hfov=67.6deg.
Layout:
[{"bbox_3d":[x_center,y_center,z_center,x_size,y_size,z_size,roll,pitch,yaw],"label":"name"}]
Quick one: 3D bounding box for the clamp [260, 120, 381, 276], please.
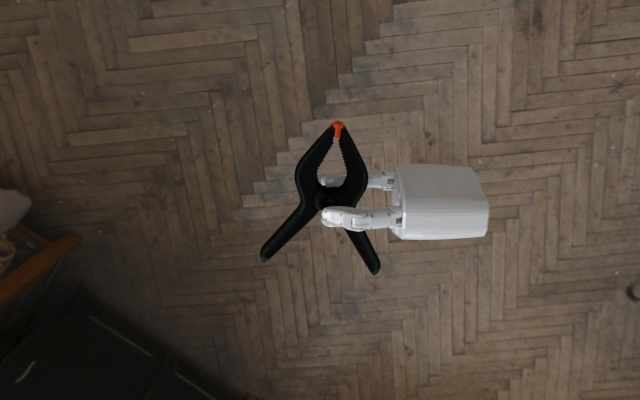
[{"bbox_3d":[0.000,0.002,0.624,0.164,0.210,0.036,0,19,0],"label":"clamp"}]
